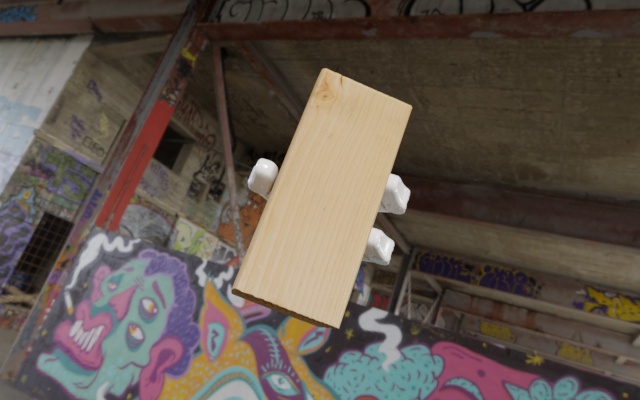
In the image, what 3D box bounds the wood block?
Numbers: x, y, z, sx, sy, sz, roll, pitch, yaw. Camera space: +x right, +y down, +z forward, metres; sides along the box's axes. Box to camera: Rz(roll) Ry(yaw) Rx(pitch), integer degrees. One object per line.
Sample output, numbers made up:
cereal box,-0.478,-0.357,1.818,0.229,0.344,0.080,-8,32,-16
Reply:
wood block,0.000,0.001,0.436,0.091,0.206,0.090,22,-17,-6
